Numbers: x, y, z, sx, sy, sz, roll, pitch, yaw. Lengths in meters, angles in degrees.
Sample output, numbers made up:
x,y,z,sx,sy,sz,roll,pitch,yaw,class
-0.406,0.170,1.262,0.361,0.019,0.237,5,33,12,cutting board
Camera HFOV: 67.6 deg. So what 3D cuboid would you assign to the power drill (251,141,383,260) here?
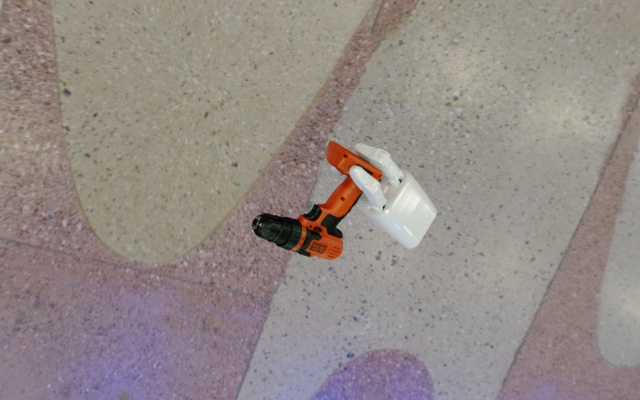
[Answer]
x,y,z,sx,sy,sz,roll,pitch,yaw,class
0.001,0.002,0.762,0.184,0.188,0.057,22,16,-43,power drill
